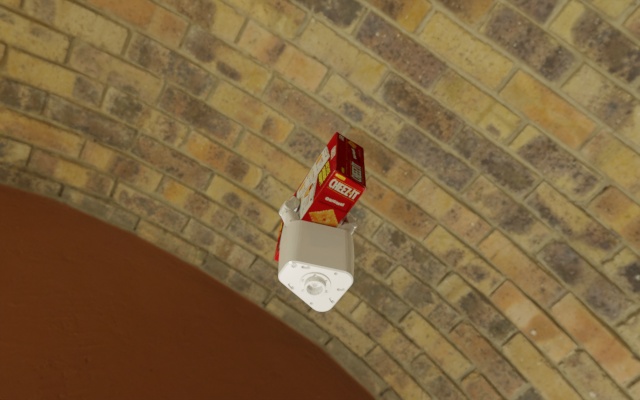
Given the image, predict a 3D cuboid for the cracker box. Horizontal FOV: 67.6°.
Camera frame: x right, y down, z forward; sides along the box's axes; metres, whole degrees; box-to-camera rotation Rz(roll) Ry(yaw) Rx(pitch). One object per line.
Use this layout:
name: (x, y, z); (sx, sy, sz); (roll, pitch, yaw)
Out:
cracker box: (0.000, 0.003, 0.881); (0.072, 0.214, 0.164); (28, 28, -14)
